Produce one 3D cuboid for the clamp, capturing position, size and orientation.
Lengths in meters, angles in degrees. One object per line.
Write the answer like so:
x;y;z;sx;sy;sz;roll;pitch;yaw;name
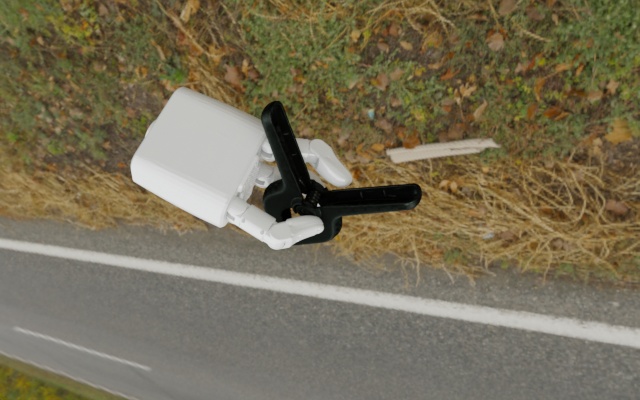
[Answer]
-0.001;0.002;0.504;0.164;0.036;0.210;27;-34;1;clamp
